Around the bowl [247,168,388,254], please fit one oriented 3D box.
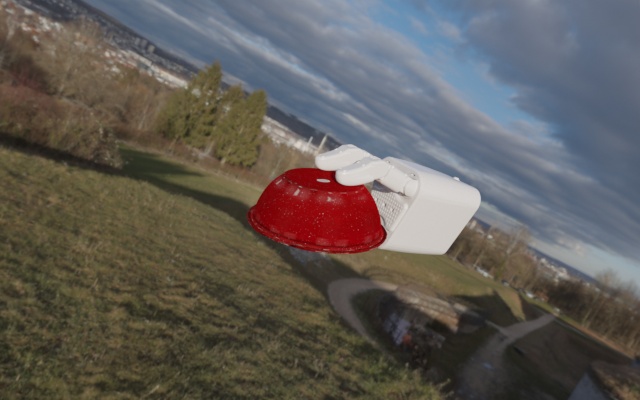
[{"bbox_3d":[-0.001,0.001,0.539,0.162,0.055,0.162,8,18,-3],"label":"bowl"}]
